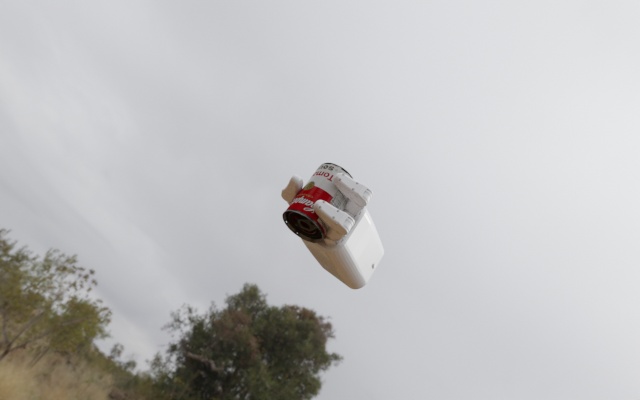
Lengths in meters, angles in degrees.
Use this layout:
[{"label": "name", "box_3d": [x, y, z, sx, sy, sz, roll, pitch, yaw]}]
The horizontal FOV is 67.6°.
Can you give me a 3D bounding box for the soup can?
[{"label": "soup can", "box_3d": [0.000, 0.002, 0.700, 0.068, 0.102, 0.069, 26, -30, 17]}]
